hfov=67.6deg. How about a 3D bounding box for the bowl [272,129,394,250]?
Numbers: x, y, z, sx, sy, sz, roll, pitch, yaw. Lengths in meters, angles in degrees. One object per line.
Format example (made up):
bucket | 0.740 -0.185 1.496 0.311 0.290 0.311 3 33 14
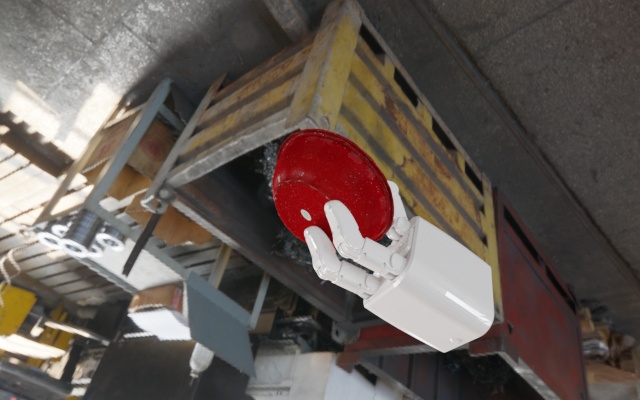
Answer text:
bowl | -0.001 0.001 0.546 0.162 0.162 0.055 0 33 41
